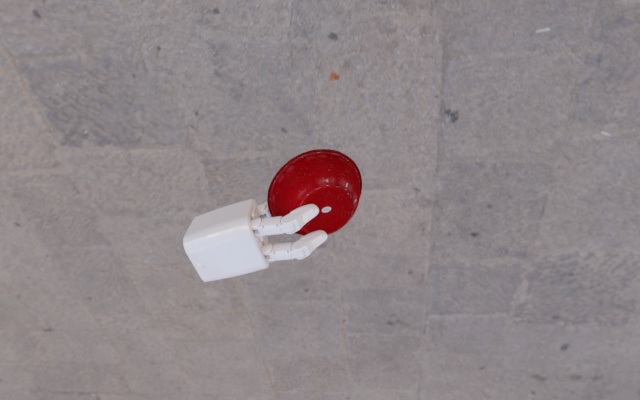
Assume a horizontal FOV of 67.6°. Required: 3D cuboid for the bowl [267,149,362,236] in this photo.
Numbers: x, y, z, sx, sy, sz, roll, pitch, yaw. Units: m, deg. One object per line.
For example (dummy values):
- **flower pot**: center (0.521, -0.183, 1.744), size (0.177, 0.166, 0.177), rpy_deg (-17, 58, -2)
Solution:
- **bowl**: center (0.001, 0.002, 0.754), size (0.162, 0.162, 0.055), rpy_deg (0, 32, -21)
